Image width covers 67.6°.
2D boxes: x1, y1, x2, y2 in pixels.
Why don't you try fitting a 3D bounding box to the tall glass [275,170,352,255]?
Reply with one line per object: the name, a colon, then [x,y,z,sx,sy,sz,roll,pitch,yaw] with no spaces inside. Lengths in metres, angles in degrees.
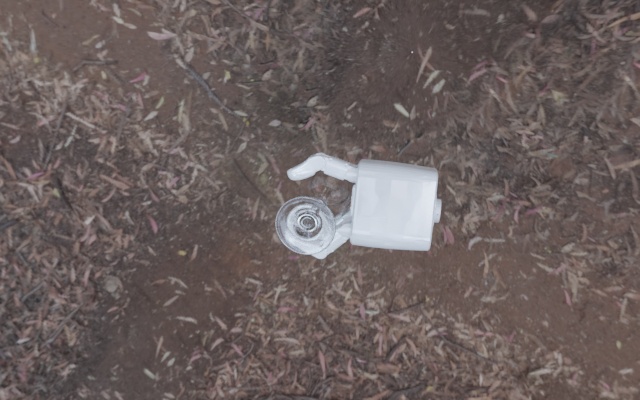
tall glass: [0.000,0.002,0.664,0.079,0.079,0.201,0,17,11]
